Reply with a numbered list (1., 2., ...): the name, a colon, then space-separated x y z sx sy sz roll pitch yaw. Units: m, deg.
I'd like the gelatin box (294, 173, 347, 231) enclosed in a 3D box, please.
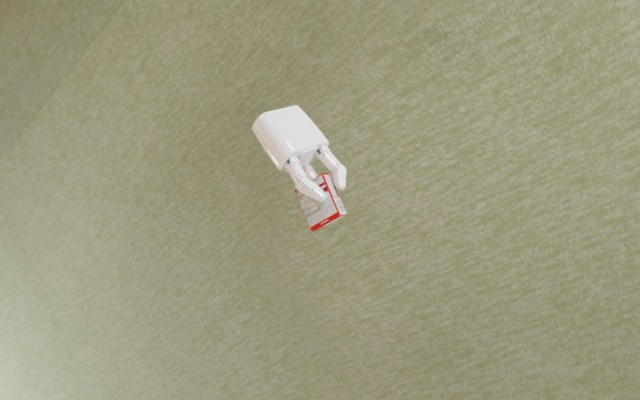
1. gelatin box: 0.000 0.003 0.899 0.073 0.089 0.030 -31 -15 30
